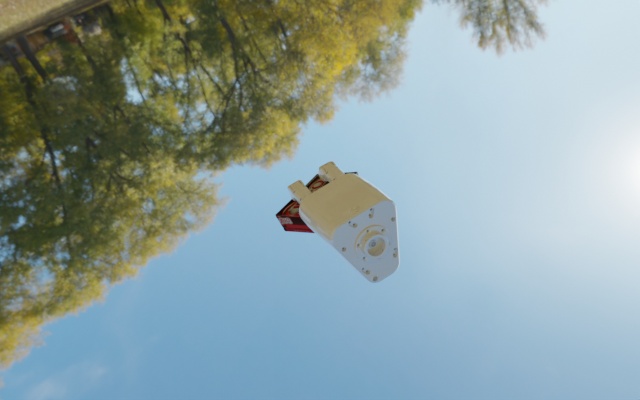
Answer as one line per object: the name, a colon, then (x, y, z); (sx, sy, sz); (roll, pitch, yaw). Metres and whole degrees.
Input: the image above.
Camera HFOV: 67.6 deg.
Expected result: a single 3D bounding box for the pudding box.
pudding box: (0.000, 0.003, 0.724); (0.090, 0.039, 0.113); (1, 36, 45)
